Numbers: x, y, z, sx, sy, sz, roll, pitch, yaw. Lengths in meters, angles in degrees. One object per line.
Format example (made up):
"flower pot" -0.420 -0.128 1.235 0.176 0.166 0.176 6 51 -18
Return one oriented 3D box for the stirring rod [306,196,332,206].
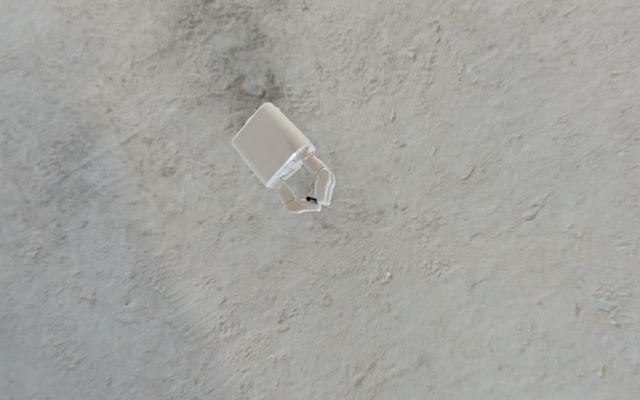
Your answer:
"stirring rod" 0.000 0.003 0.866 0.011 0.011 0.239 0 -3 9
